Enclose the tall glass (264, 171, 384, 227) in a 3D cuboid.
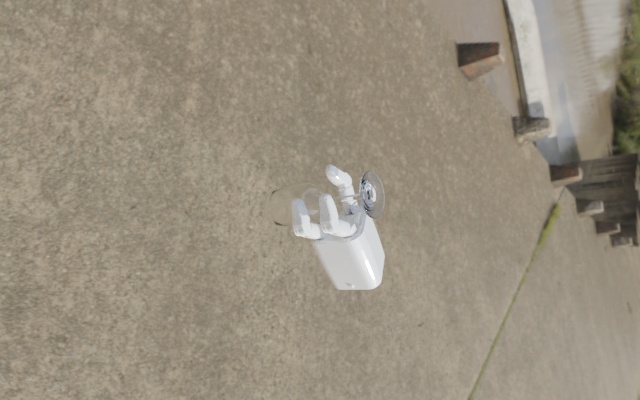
[{"bbox_3d":[0.001,0.002,0.791,0.201,0.079,0.079,-8,-4,35],"label":"tall glass"}]
